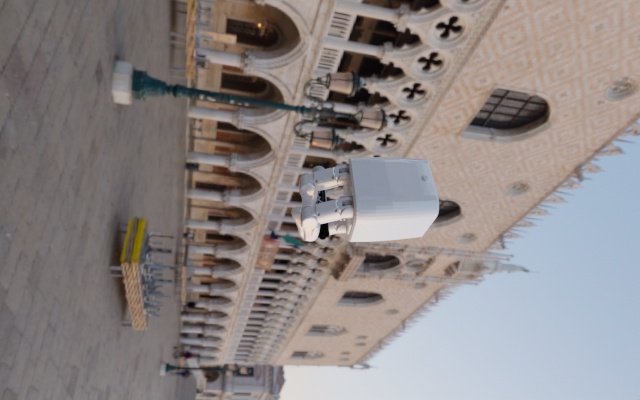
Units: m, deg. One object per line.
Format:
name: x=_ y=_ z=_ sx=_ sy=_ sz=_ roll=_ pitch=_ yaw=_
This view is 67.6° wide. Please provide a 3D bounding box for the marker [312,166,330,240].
marker: x=0.000 y=0.002 z=0.668 sx=0.020 sy=0.121 sz=0.020 roll=-2 pitch=-38 yaw=-2
